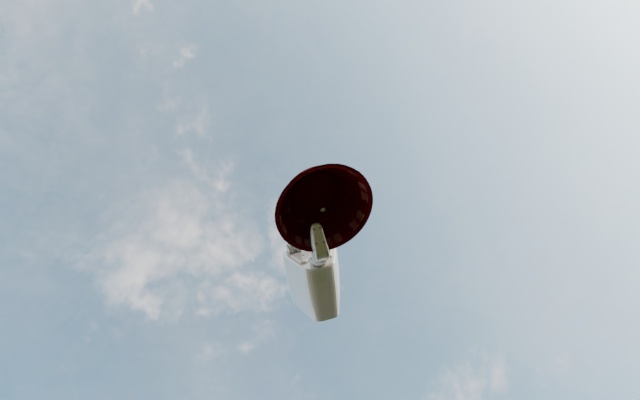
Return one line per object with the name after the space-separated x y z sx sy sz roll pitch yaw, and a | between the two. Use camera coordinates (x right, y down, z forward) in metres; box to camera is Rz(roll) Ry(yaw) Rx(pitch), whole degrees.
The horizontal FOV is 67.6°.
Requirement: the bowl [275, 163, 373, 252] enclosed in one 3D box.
0.000 0.001 0.770 0.162 0.162 0.055 0 30 -19 | bowl
